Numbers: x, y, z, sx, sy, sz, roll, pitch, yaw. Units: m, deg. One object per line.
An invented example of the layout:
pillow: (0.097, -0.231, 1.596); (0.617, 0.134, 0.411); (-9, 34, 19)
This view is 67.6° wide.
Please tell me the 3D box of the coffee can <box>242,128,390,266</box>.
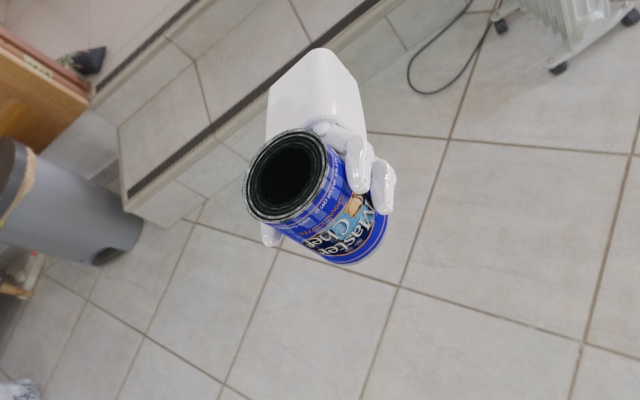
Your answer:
coffee can: (0.000, 0.002, 0.514); (0.103, 0.102, 0.140); (0, -23, 34)
